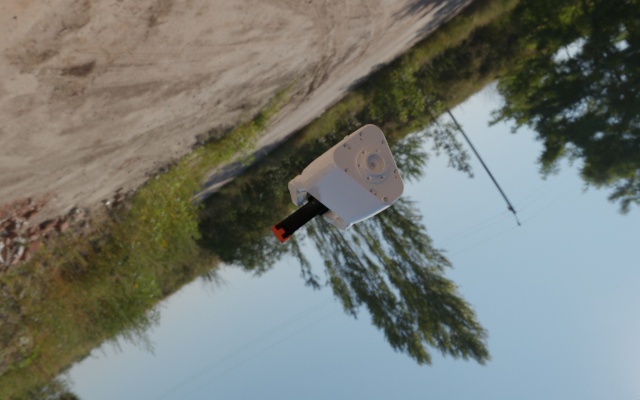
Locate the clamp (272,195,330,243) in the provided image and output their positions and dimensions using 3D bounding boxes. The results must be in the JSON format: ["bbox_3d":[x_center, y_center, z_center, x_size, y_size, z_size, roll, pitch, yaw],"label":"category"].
[{"bbox_3d":[0.000,0.003,0.794,0.210,0.036,0.164,-37,1,-26],"label":"clamp"}]
